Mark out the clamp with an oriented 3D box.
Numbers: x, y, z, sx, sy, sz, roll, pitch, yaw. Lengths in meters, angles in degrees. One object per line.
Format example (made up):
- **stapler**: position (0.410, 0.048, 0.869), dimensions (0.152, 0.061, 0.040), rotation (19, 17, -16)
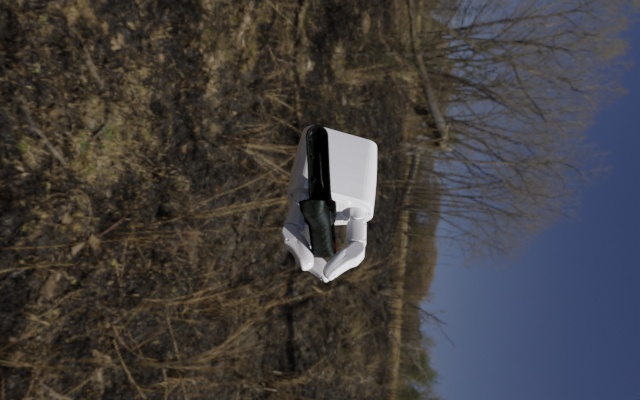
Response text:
- **clamp**: position (0.001, 0.002, 0.548), dimensions (0.039, 0.120, 0.172), rotation (5, -31, 7)
